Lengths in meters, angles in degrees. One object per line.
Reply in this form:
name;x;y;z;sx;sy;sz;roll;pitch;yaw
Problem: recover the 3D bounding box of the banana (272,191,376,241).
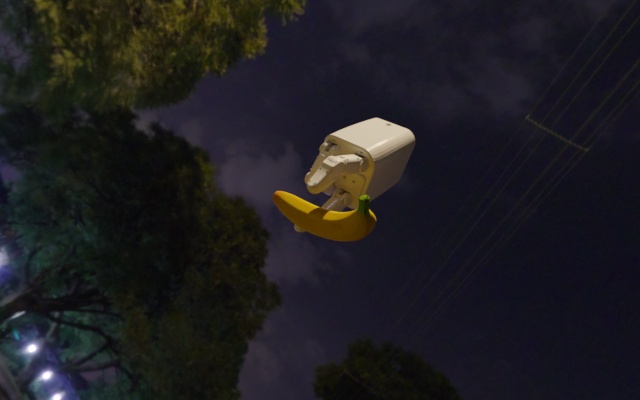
banana;0.008;0.019;0.616;0.037;0.070;0.198;-29;19;-34
